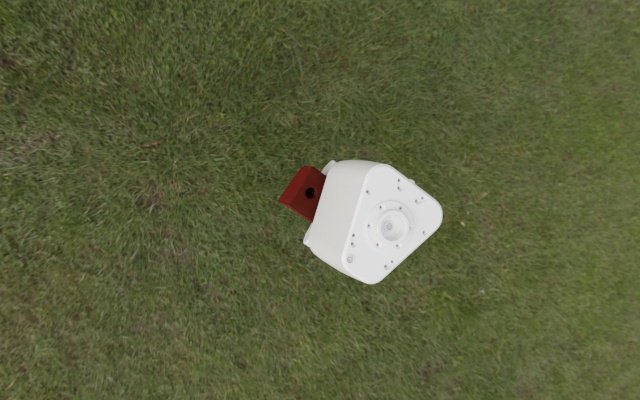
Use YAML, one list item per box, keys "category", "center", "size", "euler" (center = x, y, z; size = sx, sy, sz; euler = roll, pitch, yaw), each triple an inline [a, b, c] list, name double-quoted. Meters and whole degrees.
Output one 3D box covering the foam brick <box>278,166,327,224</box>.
- category: "foam brick"
  center: [0.000, 0.002, 0.560]
  size: [0.078, 0.053, 0.051]
  euler: [34, -6, -16]
